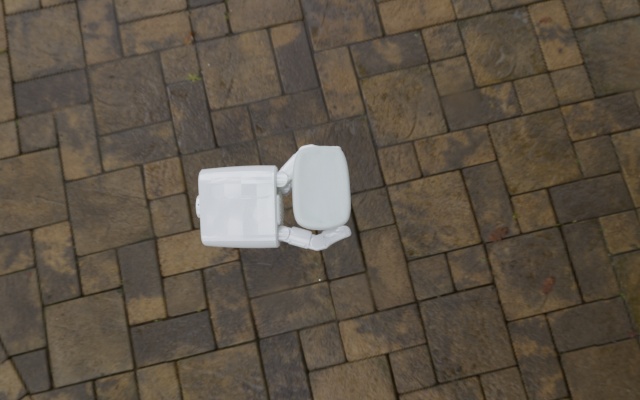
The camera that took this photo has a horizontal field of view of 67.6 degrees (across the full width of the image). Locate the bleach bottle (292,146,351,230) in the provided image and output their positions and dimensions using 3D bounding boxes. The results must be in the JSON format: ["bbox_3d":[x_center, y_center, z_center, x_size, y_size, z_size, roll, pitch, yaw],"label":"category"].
[{"bbox_3d":[0.000,0.002,0.672,0.068,0.102,0.251,-2,-9,-1],"label":"bleach bottle"}]
